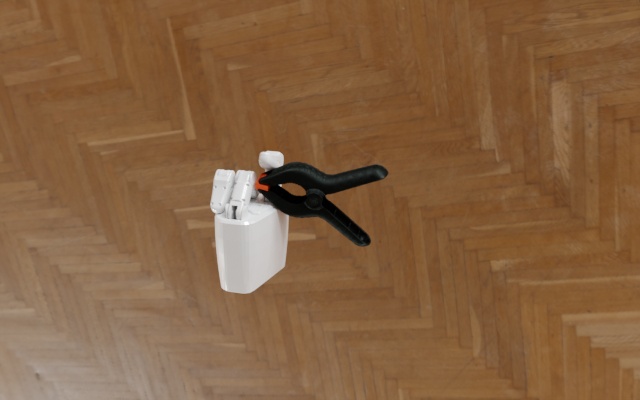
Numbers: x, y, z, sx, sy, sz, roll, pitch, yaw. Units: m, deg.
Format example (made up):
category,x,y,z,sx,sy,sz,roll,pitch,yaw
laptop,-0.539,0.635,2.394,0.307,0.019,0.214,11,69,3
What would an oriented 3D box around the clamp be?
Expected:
category,x,y,z,sx,sy,sz,roll,pitch,yaw
clamp,0.000,0.002,0.631,0.171,0.120,0.039,7,24,12
